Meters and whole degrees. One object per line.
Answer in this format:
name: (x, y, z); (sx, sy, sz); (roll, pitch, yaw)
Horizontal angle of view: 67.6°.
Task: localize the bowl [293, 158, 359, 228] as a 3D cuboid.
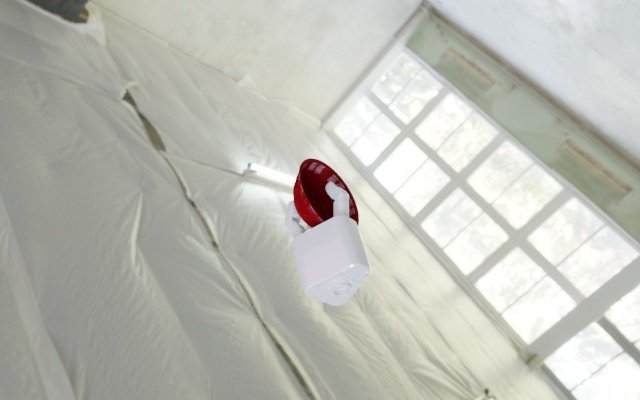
bowl: (0.000, 0.002, 0.893); (0.055, 0.162, 0.162); (-34, -19, 30)
